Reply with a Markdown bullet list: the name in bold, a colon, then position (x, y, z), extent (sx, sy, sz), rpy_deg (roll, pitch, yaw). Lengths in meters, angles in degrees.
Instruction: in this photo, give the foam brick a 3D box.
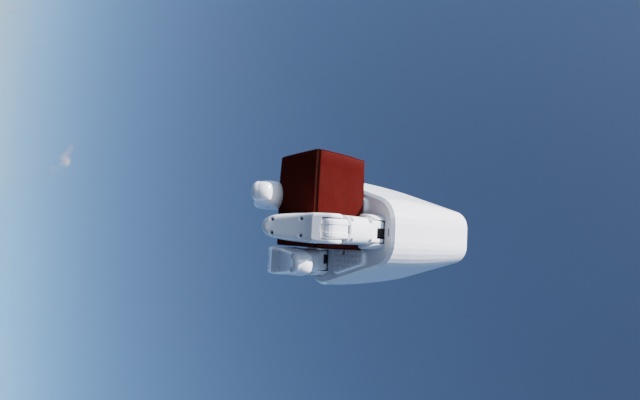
- **foam brick**: position (0.000, 0.001, 0.400), extent (0.051, 0.078, 0.053), rpy_deg (6, -5, -38)
